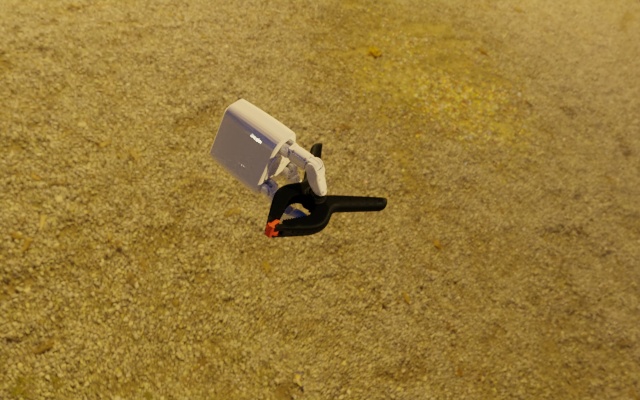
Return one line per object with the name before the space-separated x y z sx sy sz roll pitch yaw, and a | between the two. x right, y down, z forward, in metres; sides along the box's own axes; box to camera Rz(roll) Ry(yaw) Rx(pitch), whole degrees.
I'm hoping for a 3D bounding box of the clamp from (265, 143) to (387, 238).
clamp | 0.000 0.002 0.750 0.164 0.036 0.210 36 49 12
